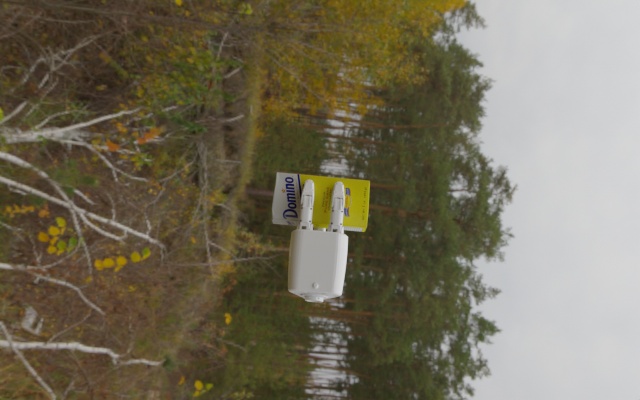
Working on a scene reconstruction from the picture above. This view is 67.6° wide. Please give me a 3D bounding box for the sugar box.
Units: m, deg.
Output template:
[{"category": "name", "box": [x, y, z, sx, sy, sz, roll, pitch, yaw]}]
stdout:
[{"category": "sugar box", "box": [0.000, 0.003, 0.890, 0.176, 0.093, 0.048, 5, -16, -1]}]
